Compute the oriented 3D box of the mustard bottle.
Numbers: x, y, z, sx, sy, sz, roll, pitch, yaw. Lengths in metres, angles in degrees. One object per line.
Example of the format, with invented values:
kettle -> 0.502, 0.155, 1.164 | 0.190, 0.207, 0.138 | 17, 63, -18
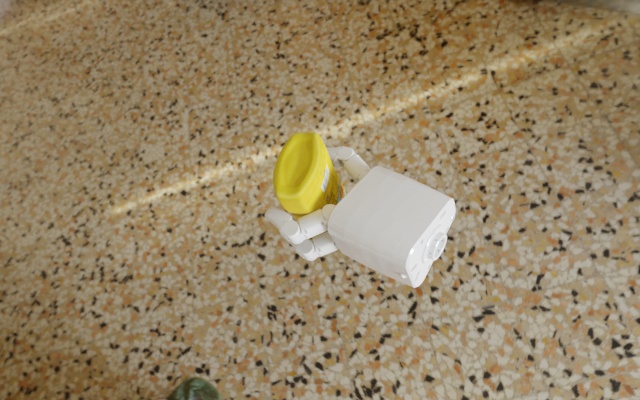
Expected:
mustard bottle -> 0.000, 0.002, 0.631 | 0.058, 0.096, 0.192 | 1, -29, 20
